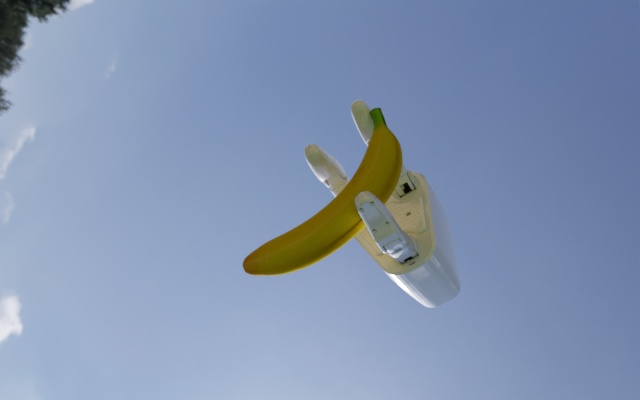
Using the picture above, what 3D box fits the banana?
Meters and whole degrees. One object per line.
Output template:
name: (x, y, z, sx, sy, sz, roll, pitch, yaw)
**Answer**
banana: (0.013, 0.008, 0.433, 0.069, 0.198, 0.037, 40, -3, 42)
